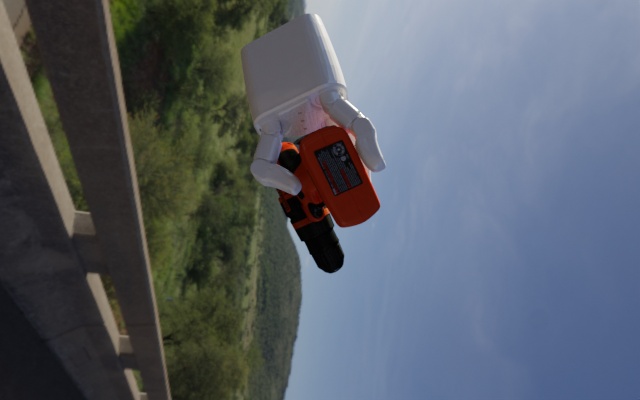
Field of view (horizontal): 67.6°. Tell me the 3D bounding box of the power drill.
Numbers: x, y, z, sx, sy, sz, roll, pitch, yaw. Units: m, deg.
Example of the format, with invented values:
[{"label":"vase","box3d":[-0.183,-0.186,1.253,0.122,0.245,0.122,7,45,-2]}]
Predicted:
[{"label":"power drill","box3d":[0.000,0.002,0.566,0.057,0.184,0.188,-28,1,-21]}]
